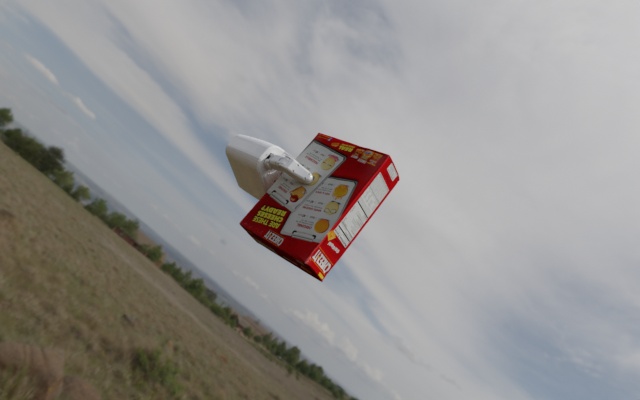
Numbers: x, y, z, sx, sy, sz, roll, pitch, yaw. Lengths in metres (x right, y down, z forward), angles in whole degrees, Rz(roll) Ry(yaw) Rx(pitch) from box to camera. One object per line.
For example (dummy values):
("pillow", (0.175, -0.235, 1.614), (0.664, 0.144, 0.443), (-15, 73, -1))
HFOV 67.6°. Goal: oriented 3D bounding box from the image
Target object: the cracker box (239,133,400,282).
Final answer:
("cracker box", (0.000, 0.002, 0.770), (0.164, 0.213, 0.072), (25, -21, 41))
